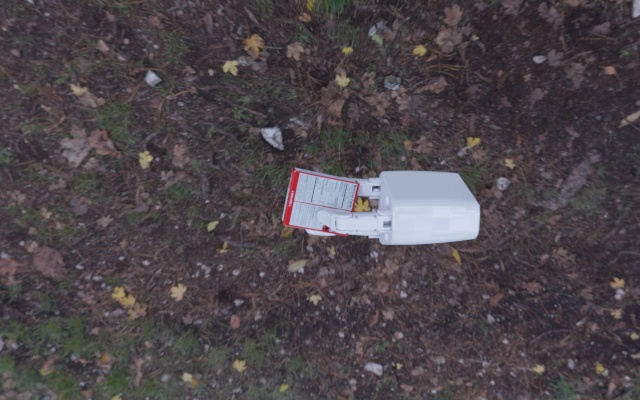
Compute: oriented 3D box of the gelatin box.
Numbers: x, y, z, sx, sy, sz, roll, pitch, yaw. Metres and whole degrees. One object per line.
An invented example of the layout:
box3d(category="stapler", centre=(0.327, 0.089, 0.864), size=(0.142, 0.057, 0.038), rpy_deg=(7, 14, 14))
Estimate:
box3d(category="gelatin box", centre=(0.000, 0.002, 0.622), size=(0.089, 0.073, 0.030), rpy_deg=(10, 11, -10))
